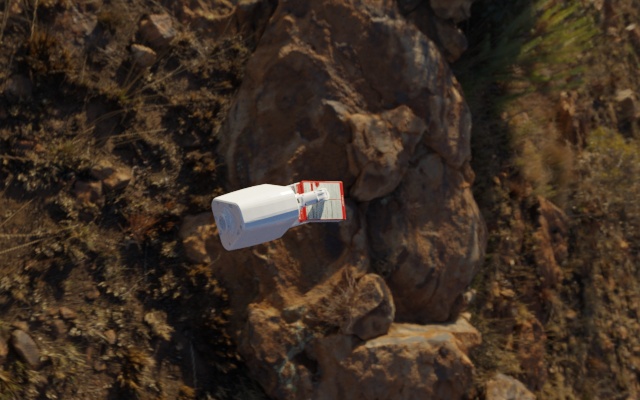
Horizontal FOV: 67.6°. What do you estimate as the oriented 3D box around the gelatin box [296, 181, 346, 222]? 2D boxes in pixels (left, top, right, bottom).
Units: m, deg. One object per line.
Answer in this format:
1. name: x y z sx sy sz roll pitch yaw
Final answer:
1. gelatin box: 0.001 0.003 0.886 0.089 0.073 0.030 0 -11 -29
